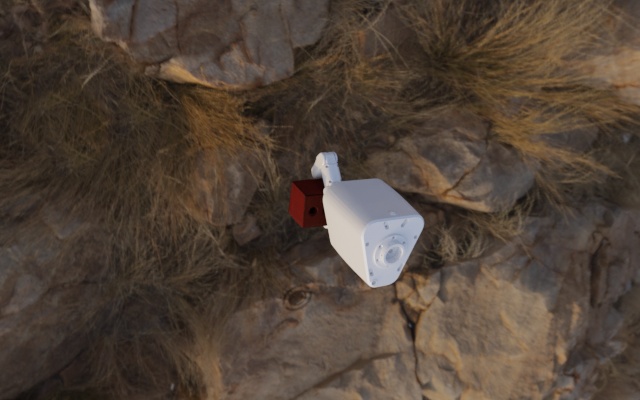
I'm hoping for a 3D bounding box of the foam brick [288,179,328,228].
[{"bbox_3d":[0.000,0.002,0.693,0.078,0.053,0.051,-6,30,-24],"label":"foam brick"}]
